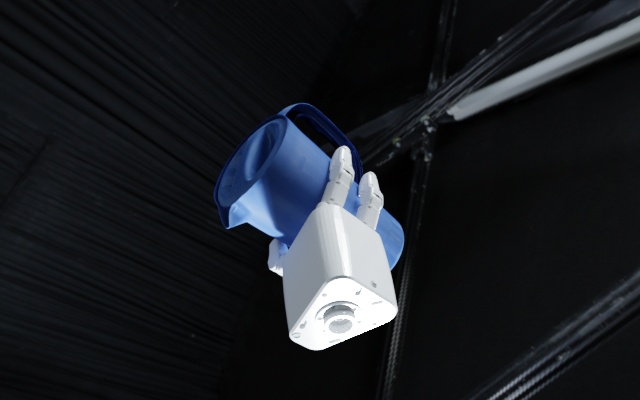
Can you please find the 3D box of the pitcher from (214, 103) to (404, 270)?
[{"bbox_3d":[0.000,0.002,0.622,0.243,0.149,0.145,37,24,-29],"label":"pitcher"}]
